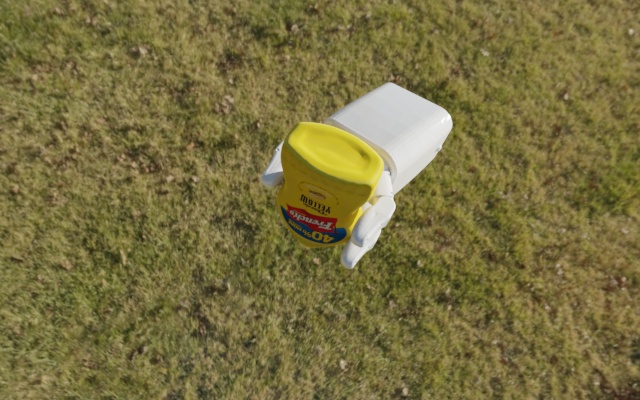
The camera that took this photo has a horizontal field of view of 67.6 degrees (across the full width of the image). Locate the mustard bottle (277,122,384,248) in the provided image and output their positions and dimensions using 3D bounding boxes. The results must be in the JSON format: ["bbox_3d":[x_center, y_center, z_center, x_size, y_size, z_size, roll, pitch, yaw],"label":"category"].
[{"bbox_3d":[0.000,0.002,0.516,0.096,0.058,0.192,24,-30,5],"label":"mustard bottle"}]
